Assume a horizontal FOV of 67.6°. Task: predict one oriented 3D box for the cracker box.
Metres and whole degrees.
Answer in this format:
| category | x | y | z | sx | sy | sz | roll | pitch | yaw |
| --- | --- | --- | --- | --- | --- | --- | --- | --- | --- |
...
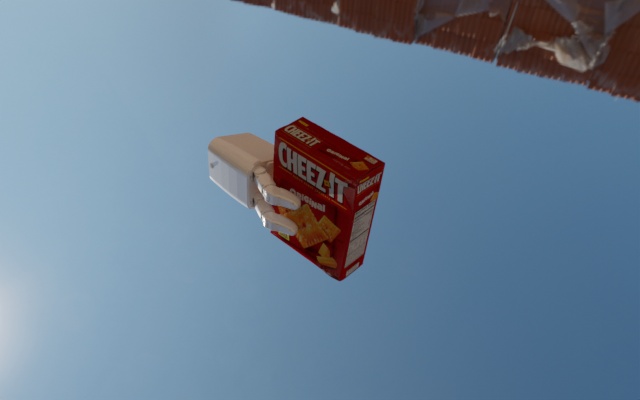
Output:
| category | x | y | z | sx | sy | sz | roll | pitch | yaw |
| --- | --- | --- | --- | --- | --- | --- | --- | --- | --- |
| cracker box | 0.000 | 0.003 | 0.752 | 0.164 | 0.214 | 0.072 | 33 | 47 | 27 |
